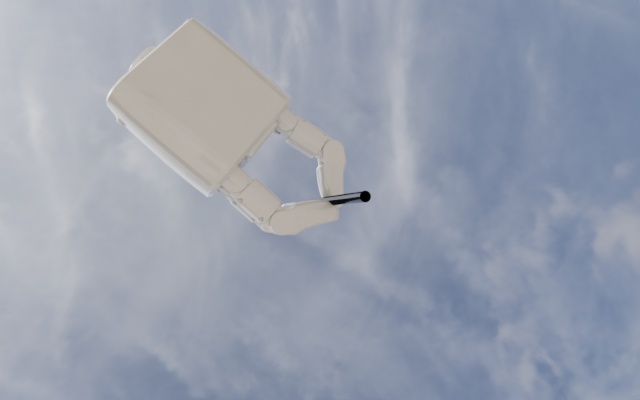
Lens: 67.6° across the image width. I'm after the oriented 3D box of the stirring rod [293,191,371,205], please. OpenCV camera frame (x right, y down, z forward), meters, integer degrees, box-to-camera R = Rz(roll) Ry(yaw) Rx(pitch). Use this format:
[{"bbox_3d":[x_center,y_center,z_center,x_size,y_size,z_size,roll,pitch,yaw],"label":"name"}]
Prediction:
[{"bbox_3d":[0.000,0.001,0.436,0.011,0.011,0.239,0,-2,-14],"label":"stirring rod"}]
